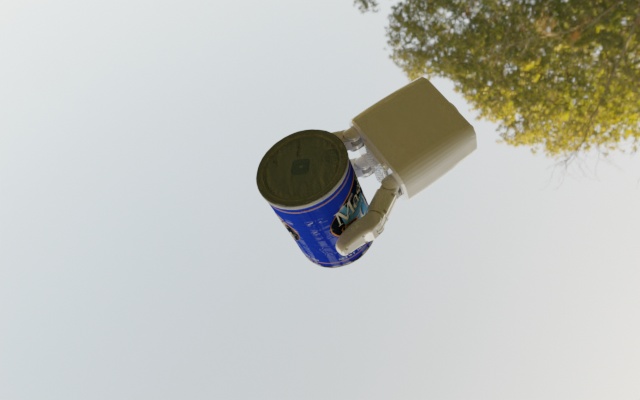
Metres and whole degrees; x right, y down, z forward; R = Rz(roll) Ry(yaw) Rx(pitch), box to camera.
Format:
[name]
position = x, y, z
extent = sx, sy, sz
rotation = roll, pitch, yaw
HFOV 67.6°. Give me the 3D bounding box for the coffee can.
[coffee can]
position = 0.000, 0.002, 0.555
extent = 0.103, 0.102, 0.140
rotation = 0, -33, 21
